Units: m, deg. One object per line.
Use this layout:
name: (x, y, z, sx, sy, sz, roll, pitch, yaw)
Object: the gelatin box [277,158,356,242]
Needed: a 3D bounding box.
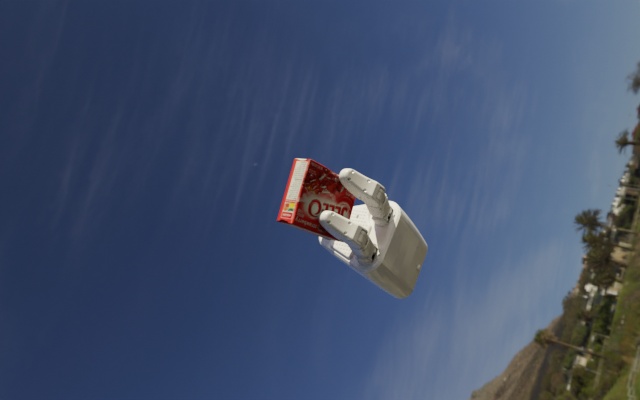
gelatin box: (0.000, 0.002, 0.539, 0.030, 0.073, 0.089, 7, -12, 46)
